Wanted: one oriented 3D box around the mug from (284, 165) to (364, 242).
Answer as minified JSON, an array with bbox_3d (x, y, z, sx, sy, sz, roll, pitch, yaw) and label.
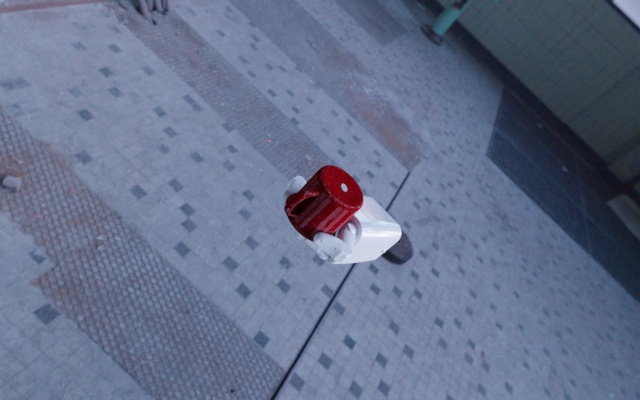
[{"bbox_3d":[-0.001,0.002,0.687,0.117,0.093,0.081,4,-39,-44],"label":"mug"}]
